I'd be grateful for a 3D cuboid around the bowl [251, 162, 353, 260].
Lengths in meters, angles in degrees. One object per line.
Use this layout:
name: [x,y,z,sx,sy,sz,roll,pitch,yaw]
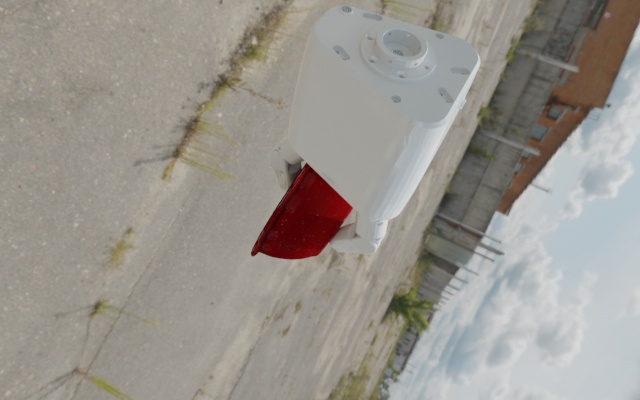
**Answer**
bowl: [0.000,0.002,0.468,0.055,0.162,0.162,35,0,1]
